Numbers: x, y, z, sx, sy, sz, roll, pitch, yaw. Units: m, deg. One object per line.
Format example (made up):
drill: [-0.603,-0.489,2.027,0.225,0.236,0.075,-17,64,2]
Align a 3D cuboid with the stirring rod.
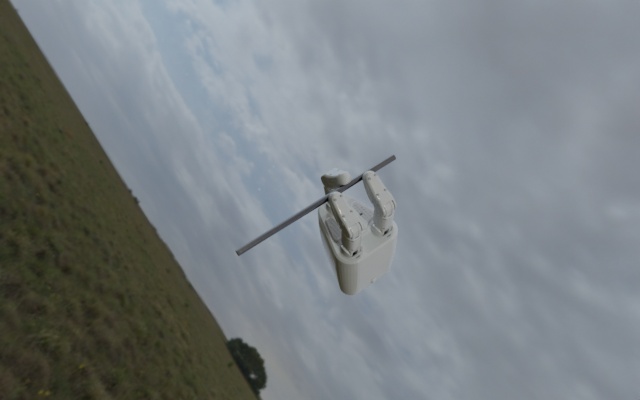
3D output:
stirring rod: [0.000,0.002,0.594,0.239,0.011,0.011,-31,11,-19]
